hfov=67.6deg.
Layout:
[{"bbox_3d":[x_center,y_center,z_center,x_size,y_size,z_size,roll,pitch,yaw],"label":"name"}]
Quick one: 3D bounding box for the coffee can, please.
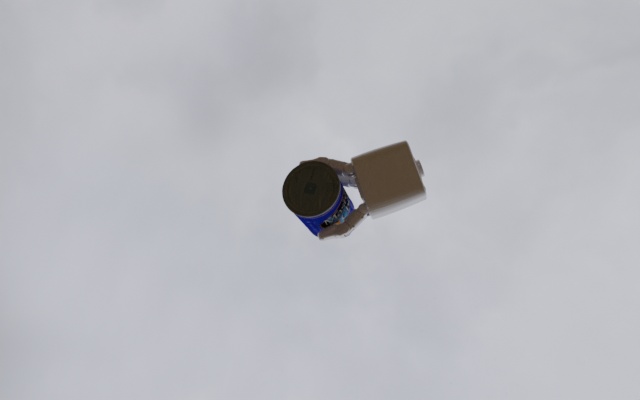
[{"bbox_3d":[0.000,0.003,0.874,0.103,0.102,0.140,0,-20,15],"label":"coffee can"}]
